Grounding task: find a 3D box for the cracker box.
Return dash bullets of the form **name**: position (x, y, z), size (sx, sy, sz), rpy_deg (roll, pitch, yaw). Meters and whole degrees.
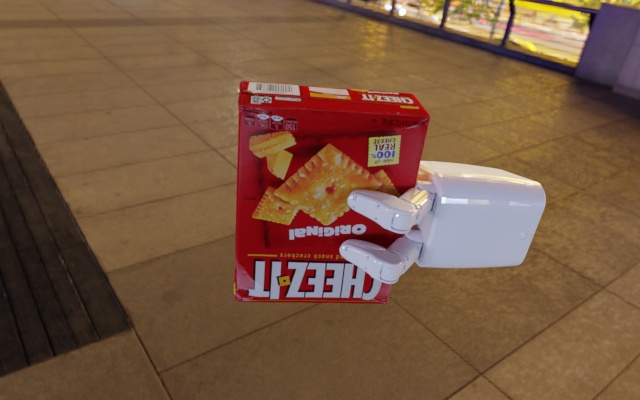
- **cracker box**: position (0.000, 0.001, 0.466), size (0.164, 0.214, 0.072), rpy_deg (3, 30, -7)
